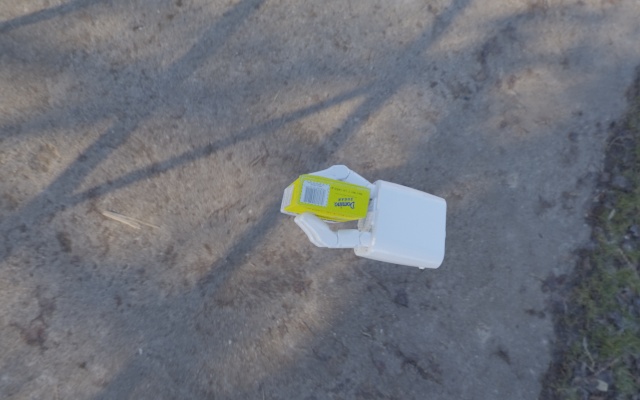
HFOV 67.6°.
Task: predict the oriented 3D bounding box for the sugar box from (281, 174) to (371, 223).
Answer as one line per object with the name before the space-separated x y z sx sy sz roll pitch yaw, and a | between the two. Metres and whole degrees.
sugar box | 0.000 0.003 0.675 0.093 0.048 0.176 12 -9 -9
